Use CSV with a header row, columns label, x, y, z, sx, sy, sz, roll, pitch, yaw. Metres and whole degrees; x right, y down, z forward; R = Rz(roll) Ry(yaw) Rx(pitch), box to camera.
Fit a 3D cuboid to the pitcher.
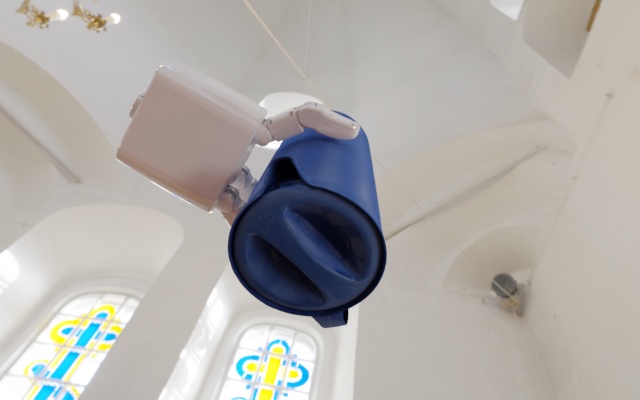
label,x,y,z,sx,sy,sz,roll,pitch,yaw
pitcher,0.000,0.002,0.500,0.145,0.149,0.242,28,28,-9
